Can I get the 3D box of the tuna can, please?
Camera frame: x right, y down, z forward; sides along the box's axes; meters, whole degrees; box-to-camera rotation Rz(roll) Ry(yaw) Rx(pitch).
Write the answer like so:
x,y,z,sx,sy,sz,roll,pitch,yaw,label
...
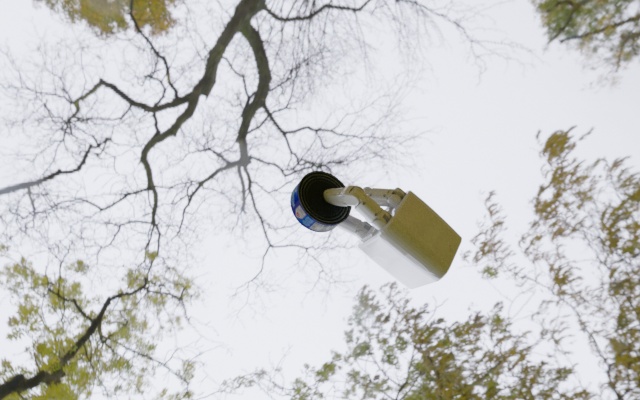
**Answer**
x,y,z,sx,sy,sz,roll,pitch,yaw,label
0.000,0.002,0.691,0.086,0.086,0.034,0,-26,-30,tuna can
